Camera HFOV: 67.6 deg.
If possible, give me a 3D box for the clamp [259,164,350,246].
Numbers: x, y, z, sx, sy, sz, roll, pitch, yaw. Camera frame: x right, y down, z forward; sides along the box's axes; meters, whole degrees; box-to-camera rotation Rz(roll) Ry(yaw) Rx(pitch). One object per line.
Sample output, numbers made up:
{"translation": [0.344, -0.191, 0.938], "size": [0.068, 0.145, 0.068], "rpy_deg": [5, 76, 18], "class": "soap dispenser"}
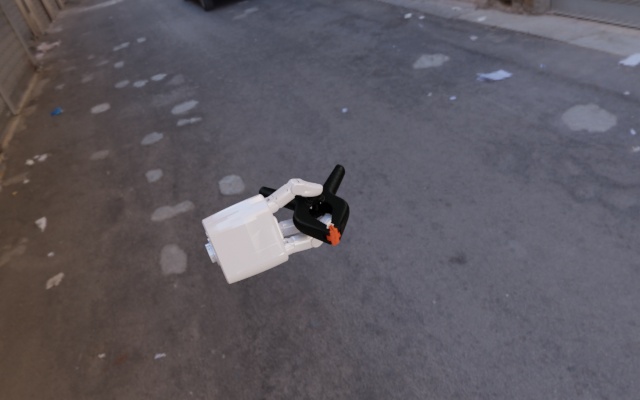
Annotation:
{"translation": [0.000, 0.002, 0.810], "size": [0.164, 0.036, 0.210], "rpy_deg": [-22, 34, -14], "class": "clamp"}
